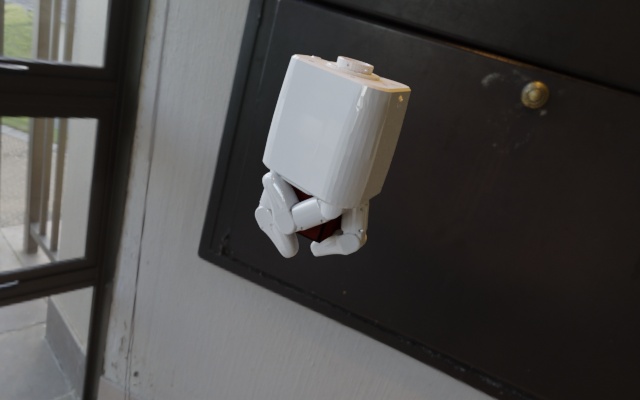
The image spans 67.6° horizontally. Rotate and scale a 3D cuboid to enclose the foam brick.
[{"bbox_3d":[0.000,0.002,0.490,0.053,0.051,0.078,24,22,19],"label":"foam brick"}]
